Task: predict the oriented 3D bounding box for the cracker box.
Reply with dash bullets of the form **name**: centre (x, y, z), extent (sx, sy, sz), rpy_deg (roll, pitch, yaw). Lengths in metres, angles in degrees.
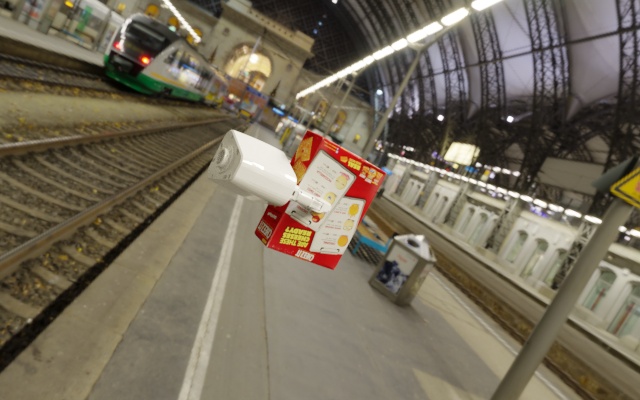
- **cracker box**: centre (0.000, 0.003, 0.882), extent (0.164, 0.214, 0.072), rpy_deg (24, 7, -35)
